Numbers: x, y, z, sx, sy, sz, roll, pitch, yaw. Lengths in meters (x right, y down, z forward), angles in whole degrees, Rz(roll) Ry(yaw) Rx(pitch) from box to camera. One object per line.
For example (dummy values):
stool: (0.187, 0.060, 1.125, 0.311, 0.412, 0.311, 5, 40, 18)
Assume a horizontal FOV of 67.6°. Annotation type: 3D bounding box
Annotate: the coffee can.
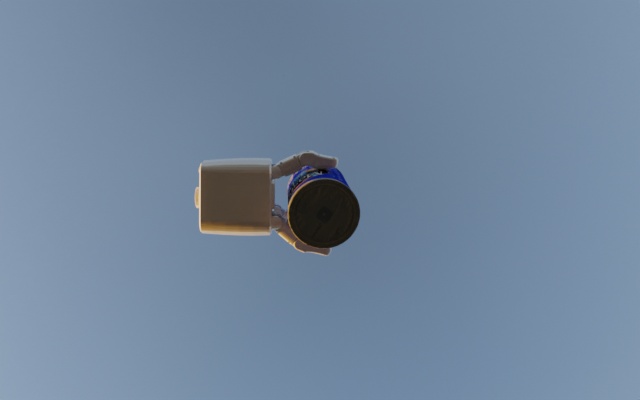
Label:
coffee can: (0.000, 0.002, 0.737, 0.103, 0.103, 0.140, 0, 15, -4)
